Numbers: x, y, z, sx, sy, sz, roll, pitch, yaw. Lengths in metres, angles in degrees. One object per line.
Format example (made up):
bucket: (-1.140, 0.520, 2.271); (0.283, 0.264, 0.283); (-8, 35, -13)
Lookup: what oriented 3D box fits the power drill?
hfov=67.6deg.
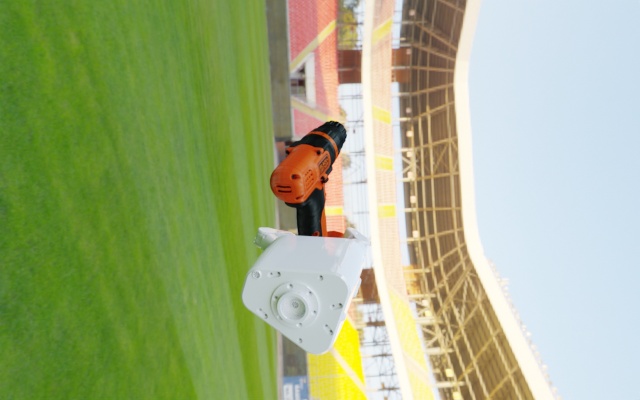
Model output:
power drill: (0.000, 0.003, 0.637); (0.057, 0.188, 0.184); (3, 30, 25)
